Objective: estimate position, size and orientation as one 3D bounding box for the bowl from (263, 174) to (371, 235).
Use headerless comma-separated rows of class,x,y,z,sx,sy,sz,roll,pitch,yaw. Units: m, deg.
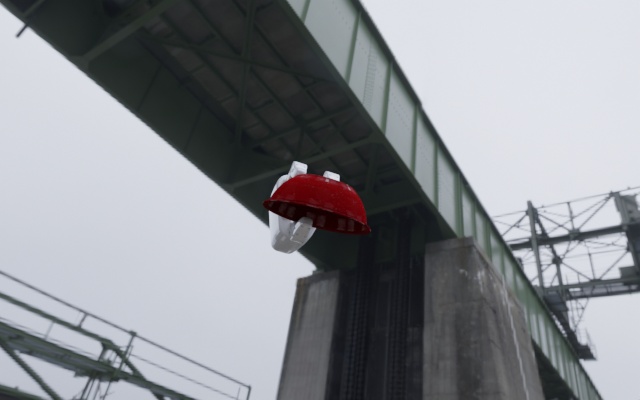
bowl,0.001,0.002,0.699,0.162,0.055,0.162,14,-12,3
